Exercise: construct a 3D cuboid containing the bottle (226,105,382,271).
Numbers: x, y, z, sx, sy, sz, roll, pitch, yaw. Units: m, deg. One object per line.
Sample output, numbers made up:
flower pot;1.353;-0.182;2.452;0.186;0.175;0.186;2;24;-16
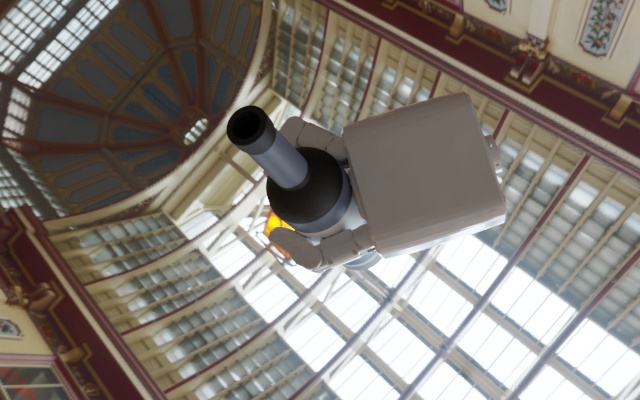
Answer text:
bottle;0.000;0.002;0.420;0.069;0.069;0.296;0;-19;19
